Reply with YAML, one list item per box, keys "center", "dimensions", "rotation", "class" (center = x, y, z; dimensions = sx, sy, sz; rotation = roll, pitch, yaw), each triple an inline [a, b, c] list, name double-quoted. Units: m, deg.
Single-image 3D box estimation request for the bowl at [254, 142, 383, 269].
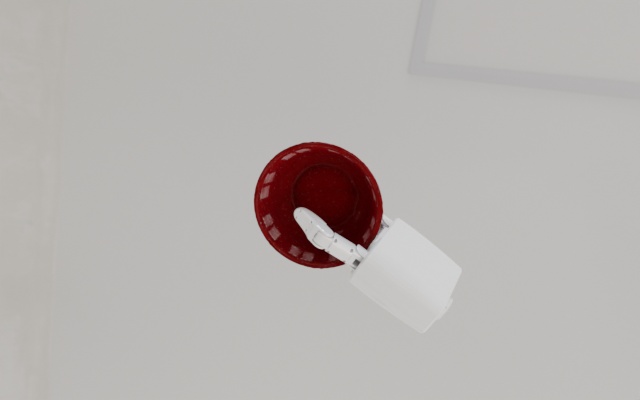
- center: [-0.001, 0.001, 0.607]
  dimensions: [0.162, 0.162, 0.055]
  rotation: [0, 16, 11]
  class: "bowl"
